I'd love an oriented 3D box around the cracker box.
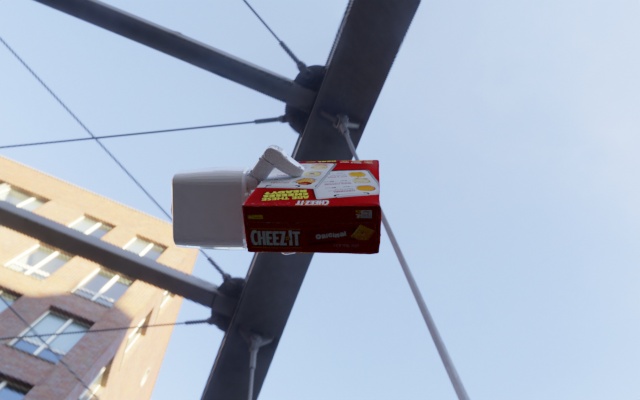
[{"bbox_3d":[0.000,0.002,0.658,0.164,0.072,0.213,-1,19,7],"label":"cracker box"}]
